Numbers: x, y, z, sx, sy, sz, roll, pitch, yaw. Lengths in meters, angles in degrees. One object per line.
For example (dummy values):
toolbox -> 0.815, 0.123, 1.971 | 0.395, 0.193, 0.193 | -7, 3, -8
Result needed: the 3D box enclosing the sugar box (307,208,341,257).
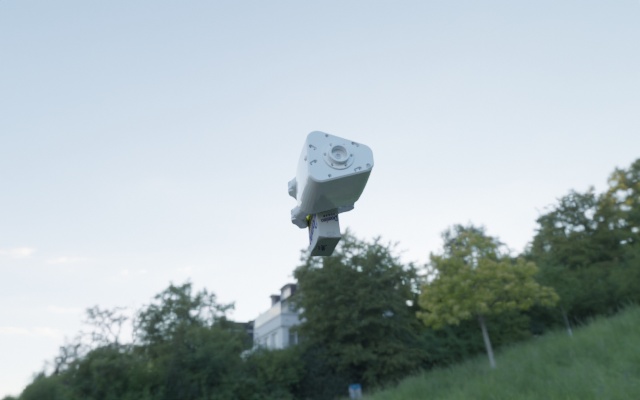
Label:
sugar box -> 0.000, 0.003, 0.855 | 0.048, 0.176, 0.093 | 2, -27, -10
